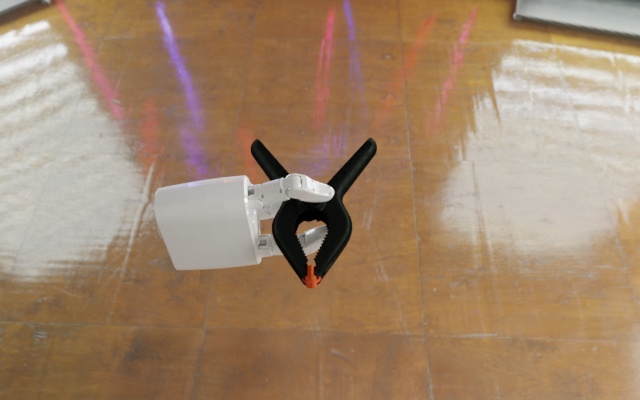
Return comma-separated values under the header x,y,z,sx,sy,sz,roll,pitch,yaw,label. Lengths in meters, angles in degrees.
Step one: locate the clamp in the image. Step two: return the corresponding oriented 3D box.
x,y,z,sx,sy,sz,roll,pitch,yaw,label
0.000,0.002,0.581,0.164,0.209,0.036,-7,-32,-1,clamp
